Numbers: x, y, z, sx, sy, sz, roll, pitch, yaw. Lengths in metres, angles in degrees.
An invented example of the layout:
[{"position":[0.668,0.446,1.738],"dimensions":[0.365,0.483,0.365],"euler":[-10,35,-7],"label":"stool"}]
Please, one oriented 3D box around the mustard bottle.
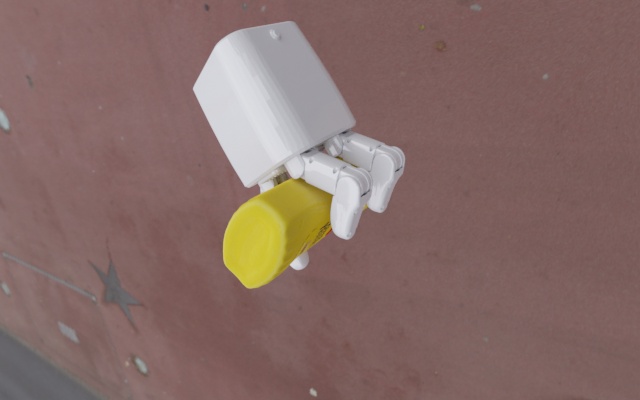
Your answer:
[{"position":[0.000,0.002,0.441],"dimensions":[0.191,0.058,0.096],"euler":[-33,-19,-46],"label":"mustard bottle"}]
